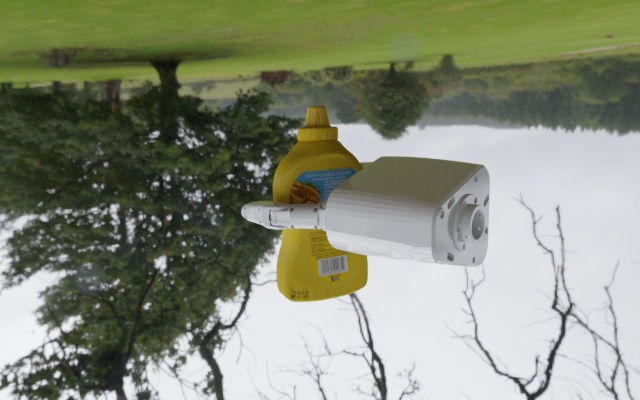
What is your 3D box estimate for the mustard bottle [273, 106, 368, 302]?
[{"bbox_3d":[0.000,0.002,0.486,0.096,0.192,0.058,-6,11,-23],"label":"mustard bottle"}]
